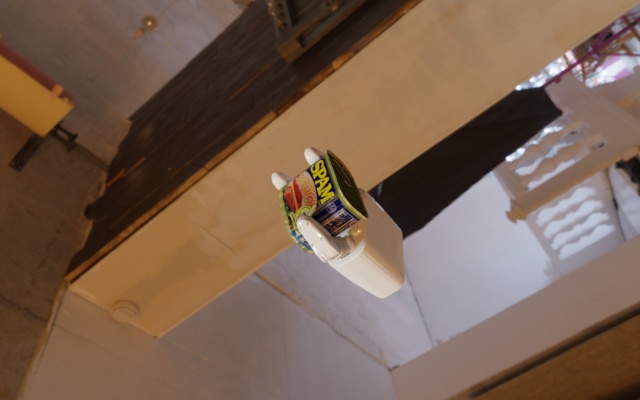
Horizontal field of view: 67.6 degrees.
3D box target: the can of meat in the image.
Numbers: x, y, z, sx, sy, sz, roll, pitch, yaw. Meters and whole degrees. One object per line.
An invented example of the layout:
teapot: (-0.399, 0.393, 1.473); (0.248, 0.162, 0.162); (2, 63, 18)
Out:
can of meat: (0.000, 0.002, 0.581); (0.084, 0.102, 0.057); (-36, -48, 18)
